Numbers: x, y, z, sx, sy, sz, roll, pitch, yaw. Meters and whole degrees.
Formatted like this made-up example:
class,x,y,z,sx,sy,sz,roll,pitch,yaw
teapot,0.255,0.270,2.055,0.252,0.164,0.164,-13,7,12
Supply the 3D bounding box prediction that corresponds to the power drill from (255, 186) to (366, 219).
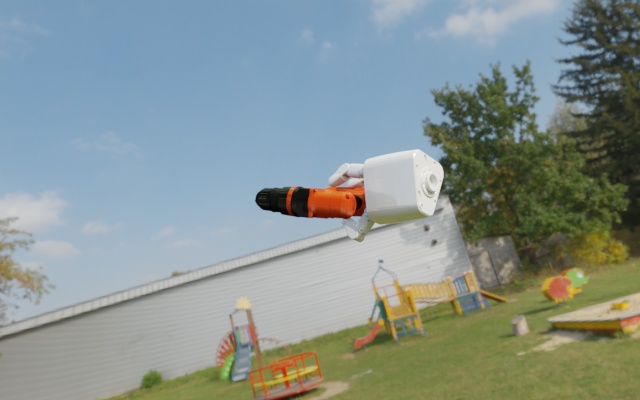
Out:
class,x,y,z,sx,sy,sz,roll,pitch,yaw
power drill,0.001,0.003,0.867,0.184,0.057,0.187,6,5,26
